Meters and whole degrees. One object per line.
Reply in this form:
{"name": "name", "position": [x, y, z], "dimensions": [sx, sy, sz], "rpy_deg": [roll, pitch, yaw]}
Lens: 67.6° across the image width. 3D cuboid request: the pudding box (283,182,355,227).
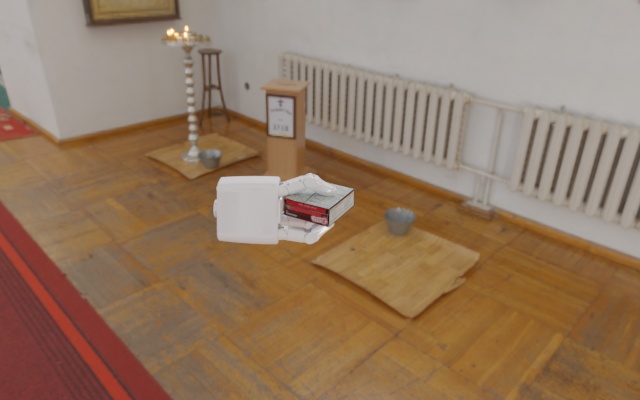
{"name": "pudding box", "position": [0.000, 0.003, 0.852], "dimensions": [0.090, 0.039, 0.113], "rpy_deg": [15, 28, 24]}
